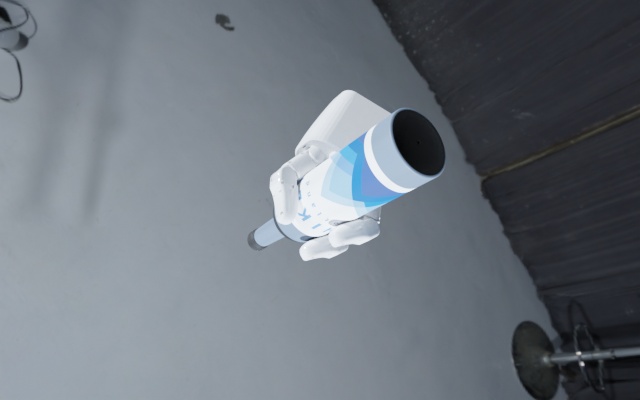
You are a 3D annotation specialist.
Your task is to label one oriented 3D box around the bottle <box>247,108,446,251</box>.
[{"bbox_3d":[0.000,0.002,0.515,0.069,0.069,0.296,0,-20,-37],"label":"bottle"}]
